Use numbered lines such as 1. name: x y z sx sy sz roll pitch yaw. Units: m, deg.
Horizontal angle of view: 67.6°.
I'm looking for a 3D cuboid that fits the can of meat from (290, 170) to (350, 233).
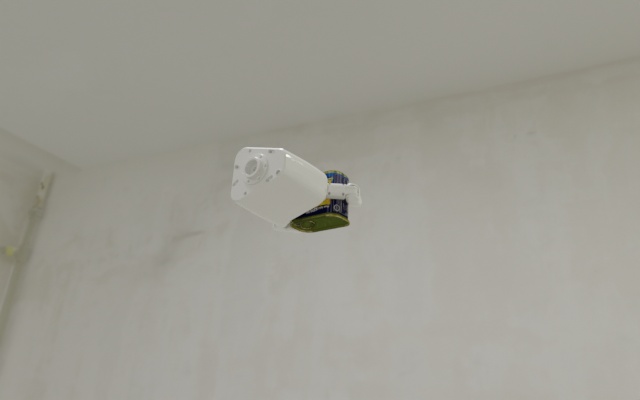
1. can of meat: 0.000 0.002 0.813 0.102 0.084 0.057 -13 -27 34
